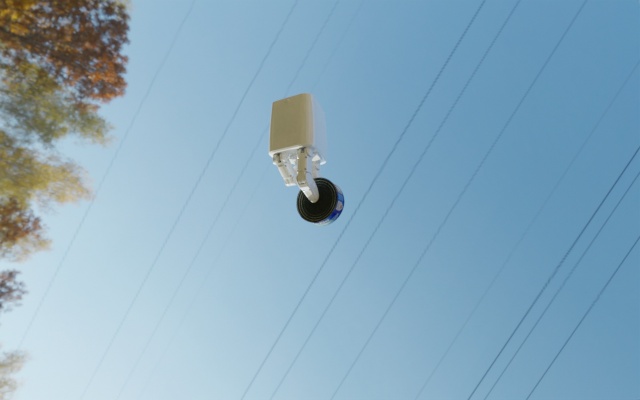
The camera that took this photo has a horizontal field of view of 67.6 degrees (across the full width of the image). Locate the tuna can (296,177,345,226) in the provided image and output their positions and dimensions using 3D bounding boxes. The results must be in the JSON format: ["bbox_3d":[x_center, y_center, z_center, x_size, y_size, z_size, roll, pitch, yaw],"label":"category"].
[{"bbox_3d":[0.000,0.003,0.880,0.086,0.086,0.034,0,-15,30],"label":"tuna can"}]
